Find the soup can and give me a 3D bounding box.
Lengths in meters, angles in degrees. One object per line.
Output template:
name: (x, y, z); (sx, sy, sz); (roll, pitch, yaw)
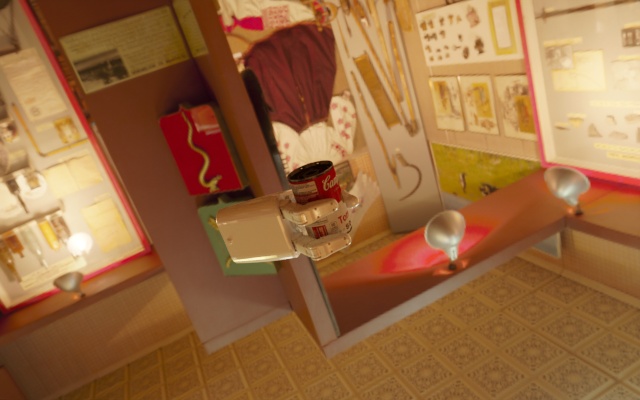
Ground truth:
soup can: (0.001, 0.002, 0.683); (0.068, 0.102, 0.068); (-16, 20, 6)
